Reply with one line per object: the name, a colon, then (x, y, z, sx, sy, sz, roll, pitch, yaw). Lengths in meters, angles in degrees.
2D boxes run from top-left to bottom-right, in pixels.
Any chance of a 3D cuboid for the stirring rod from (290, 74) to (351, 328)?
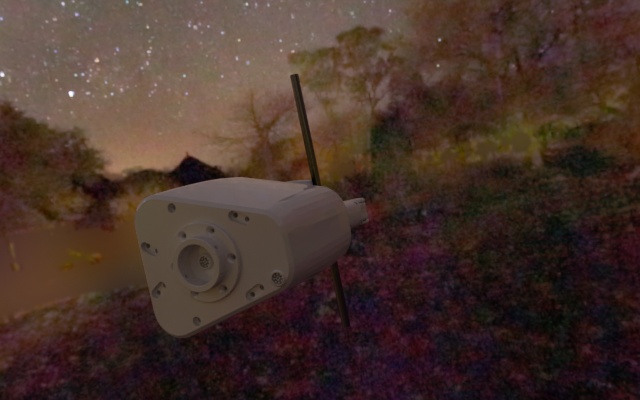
stirring rod: (0.000, 0.002, 0.447, 0.011, 0.239, 0.011, -12, 3, 1)
